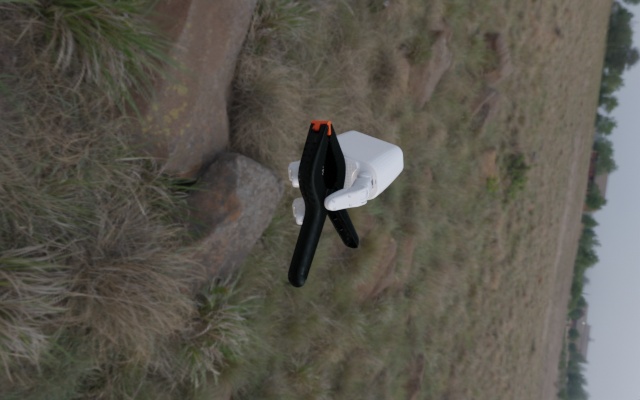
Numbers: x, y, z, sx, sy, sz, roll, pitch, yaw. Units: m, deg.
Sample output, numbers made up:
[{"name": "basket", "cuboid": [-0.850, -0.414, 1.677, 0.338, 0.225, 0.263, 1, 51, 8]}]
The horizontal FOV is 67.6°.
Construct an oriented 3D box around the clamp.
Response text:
[{"name": "clamp", "cuboid": [0.001, 0.002, 0.634, 0.036, 0.210, 0.164, 7, 25, 30]}]
